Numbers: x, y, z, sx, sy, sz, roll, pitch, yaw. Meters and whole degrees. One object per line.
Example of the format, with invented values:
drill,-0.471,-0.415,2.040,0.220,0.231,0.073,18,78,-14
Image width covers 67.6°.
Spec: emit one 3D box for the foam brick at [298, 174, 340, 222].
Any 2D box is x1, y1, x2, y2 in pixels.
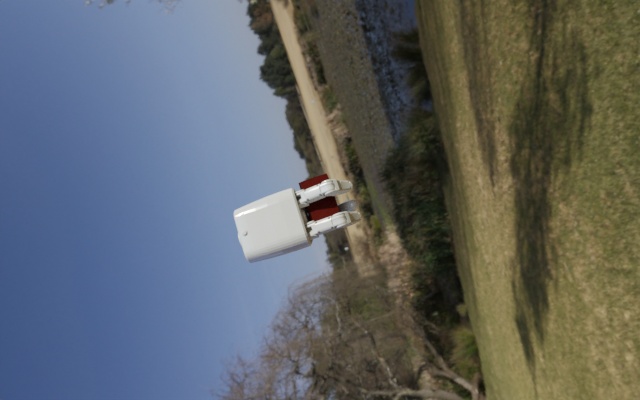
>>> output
foam brick,0.000,0.002,0.800,0.051,0.078,0.053,-18,-14,2
